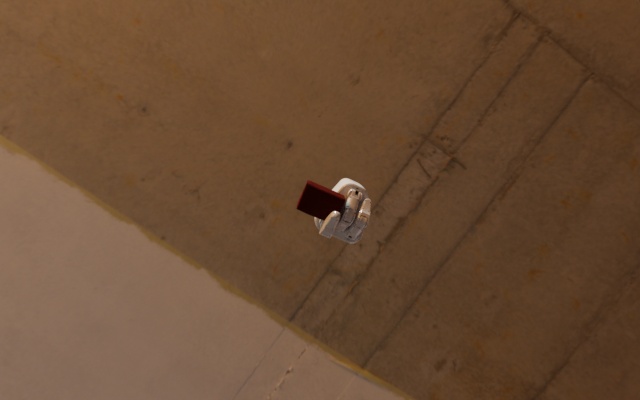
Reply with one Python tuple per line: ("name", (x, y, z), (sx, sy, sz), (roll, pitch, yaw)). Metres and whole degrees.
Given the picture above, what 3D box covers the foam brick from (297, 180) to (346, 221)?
("foam brick", (0.000, 0.003, 0.882), (0.078, 0.053, 0.051), (24, 10, -6))
